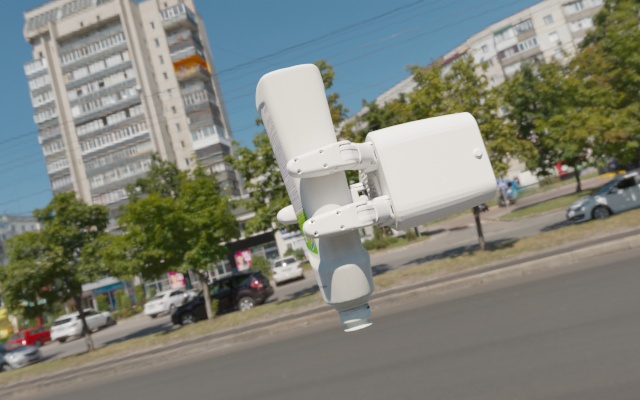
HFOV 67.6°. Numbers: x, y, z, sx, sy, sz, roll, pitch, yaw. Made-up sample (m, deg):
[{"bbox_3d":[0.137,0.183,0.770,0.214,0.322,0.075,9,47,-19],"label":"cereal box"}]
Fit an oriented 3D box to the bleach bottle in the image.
[{"bbox_3d":[0.000,0.002,0.474,0.068,0.251,0.102,-15,-6,-8],"label":"bleach bottle"}]
